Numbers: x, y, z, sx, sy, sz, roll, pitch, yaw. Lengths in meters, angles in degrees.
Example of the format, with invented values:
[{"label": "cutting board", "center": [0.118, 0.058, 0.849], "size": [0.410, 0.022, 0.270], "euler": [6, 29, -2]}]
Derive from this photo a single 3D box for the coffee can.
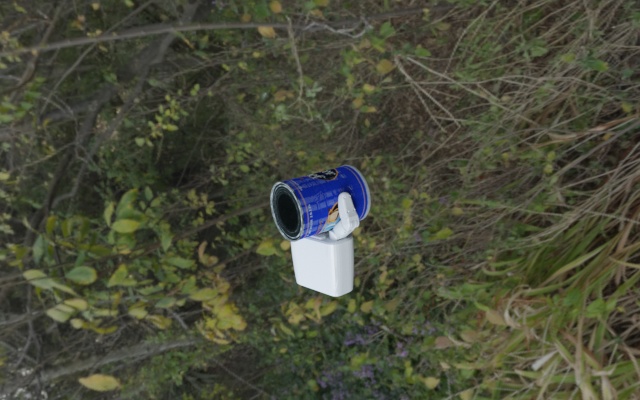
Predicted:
[{"label": "coffee can", "center": [0.000, 0.002, 0.818], "size": [0.140, 0.103, 0.103], "euler": [-16, 9, -31]}]
